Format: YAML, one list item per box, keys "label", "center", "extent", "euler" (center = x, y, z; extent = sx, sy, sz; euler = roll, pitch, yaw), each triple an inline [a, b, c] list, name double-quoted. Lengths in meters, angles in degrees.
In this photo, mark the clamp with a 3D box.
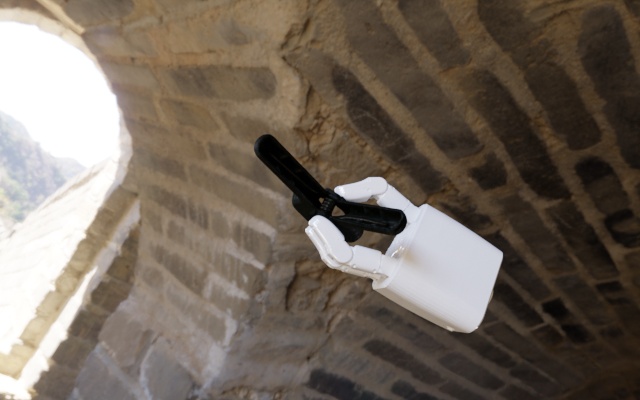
- label: "clamp"
  center: [0.001, 0.001, 0.536]
  extent: [0.164, 0.036, 0.210]
  euler: [33, -13, 2]
